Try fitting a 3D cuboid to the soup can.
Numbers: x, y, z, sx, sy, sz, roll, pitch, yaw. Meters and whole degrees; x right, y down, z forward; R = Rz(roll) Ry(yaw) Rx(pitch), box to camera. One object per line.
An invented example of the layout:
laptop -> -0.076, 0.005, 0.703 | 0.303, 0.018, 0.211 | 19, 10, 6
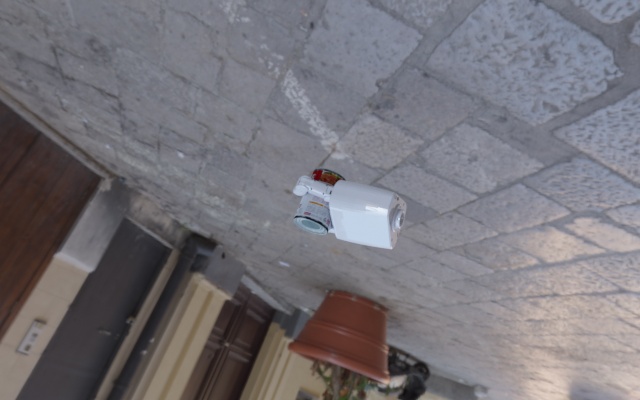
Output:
soup can -> 0.000, 0.003, 0.861 | 0.068, 0.102, 0.068 | 19, -22, 8
